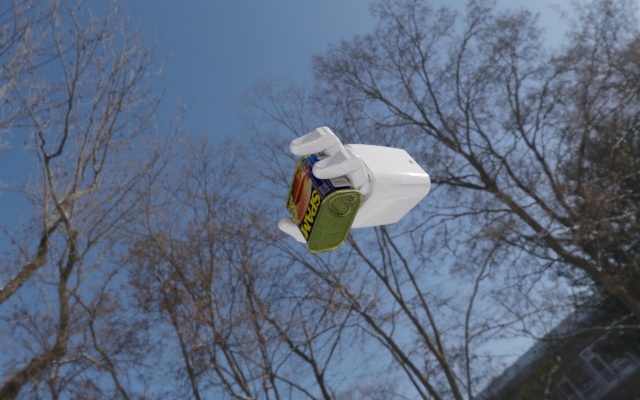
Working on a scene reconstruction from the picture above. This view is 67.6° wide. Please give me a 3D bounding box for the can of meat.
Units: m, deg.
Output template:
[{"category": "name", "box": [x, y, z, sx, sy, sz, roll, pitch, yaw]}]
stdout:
[{"category": "can of meat", "box": [0.000, 0.002, 0.615, 0.057, 0.102, 0.084, -6, 43, -30]}]
